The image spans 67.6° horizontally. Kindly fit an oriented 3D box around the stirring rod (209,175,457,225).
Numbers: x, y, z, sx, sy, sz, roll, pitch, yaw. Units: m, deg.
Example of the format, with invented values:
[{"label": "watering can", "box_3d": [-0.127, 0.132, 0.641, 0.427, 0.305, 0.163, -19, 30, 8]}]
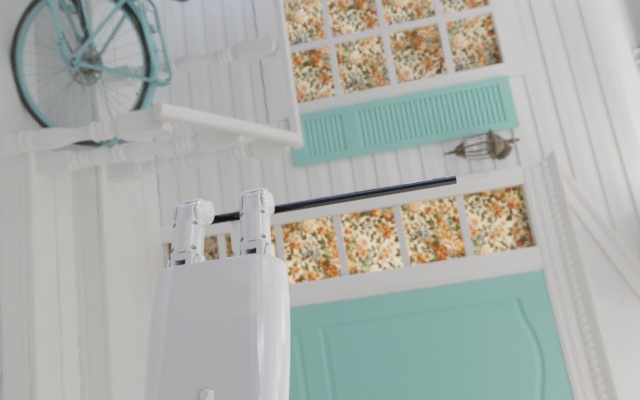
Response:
[{"label": "stirring rod", "box_3d": [0.000, 0.001, 0.427, 0.239, 0.011, 0.011, -9, -1, 4]}]
